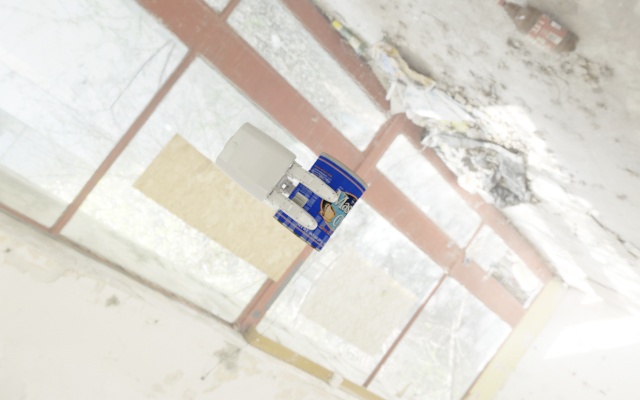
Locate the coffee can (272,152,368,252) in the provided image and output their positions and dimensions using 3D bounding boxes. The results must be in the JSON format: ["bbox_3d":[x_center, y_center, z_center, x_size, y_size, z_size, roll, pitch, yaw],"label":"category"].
[{"bbox_3d":[0.000,0.003,0.823,0.103,0.140,0.103,37,-3,2],"label":"coffee can"}]
